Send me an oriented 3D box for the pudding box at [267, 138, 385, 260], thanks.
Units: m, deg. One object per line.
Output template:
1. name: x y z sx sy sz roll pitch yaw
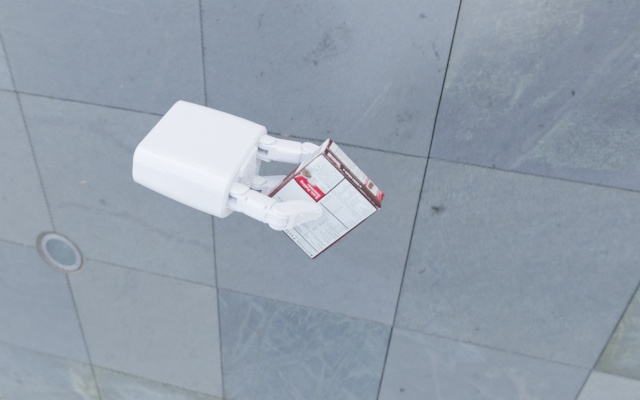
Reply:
1. pudding box: 0.000 0.002 0.531 0.113 0.090 0.039 -39 13 32
